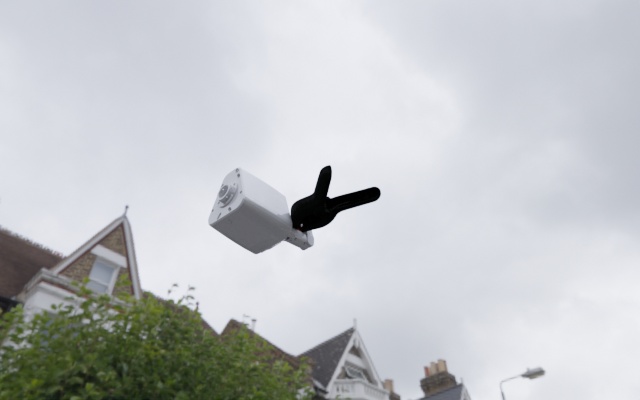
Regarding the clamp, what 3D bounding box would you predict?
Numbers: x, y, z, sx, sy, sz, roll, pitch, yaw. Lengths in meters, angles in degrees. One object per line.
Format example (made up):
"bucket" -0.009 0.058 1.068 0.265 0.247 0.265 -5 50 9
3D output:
"clamp" 0.000 0.002 0.784 0.171 0.039 0.120 -32 -48 29
